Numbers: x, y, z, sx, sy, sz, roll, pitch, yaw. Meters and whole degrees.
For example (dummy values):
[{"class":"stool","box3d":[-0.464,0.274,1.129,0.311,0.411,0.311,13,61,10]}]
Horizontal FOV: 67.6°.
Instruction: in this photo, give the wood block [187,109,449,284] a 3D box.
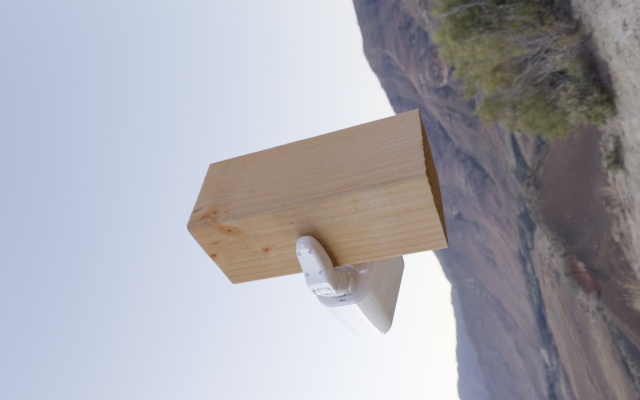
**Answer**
[{"class":"wood block","box3d":[0.000,0.002,0.433,0.206,0.090,0.090,-13,-48,17]}]
